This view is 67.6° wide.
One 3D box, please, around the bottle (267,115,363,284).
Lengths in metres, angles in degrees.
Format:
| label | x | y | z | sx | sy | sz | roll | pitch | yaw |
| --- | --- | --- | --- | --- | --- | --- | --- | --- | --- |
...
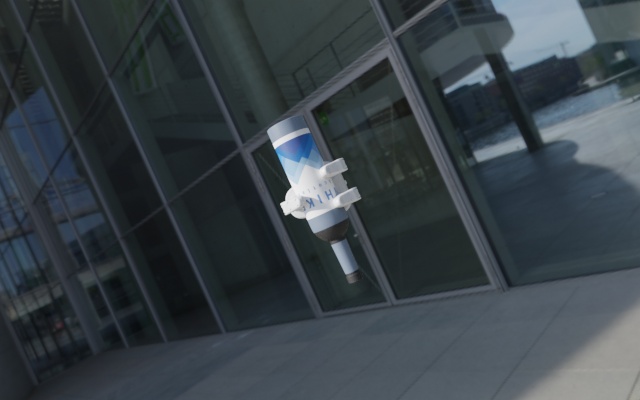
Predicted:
| label | x | y | z | sx | sy | sz | roll | pitch | yaw |
| --- | --- | --- | --- | --- | --- | --- | --- | --- | --- |
| bottle | 0.000 | 0.002 | 0.815 | 0.069 | 0.295 | 0.069 | -25 | 0 | 0 |
